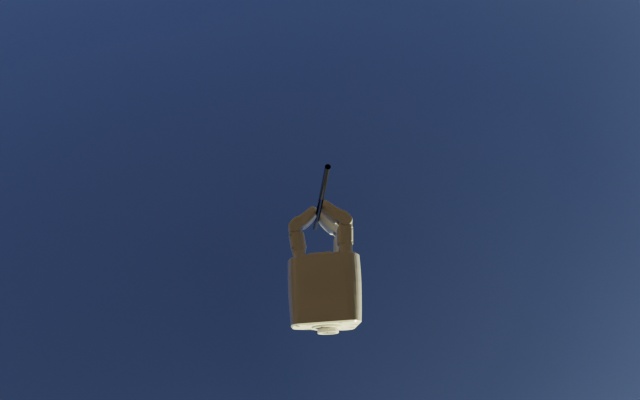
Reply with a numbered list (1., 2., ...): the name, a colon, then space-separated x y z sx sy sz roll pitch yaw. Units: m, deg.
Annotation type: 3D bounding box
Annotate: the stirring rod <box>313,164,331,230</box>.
1. stirring rod: 0.000 0.002 0.742 0.011 0.011 0.240 0 -23 -5
